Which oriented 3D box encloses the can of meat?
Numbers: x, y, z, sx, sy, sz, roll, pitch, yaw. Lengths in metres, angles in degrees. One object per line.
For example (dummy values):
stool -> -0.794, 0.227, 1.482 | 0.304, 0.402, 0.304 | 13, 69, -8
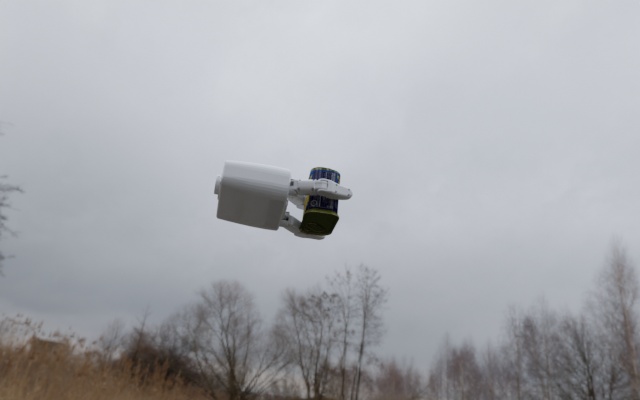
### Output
can of meat -> 0.000, 0.002, 0.810 | 0.057, 0.084, 0.102 | 8, -25, -6
